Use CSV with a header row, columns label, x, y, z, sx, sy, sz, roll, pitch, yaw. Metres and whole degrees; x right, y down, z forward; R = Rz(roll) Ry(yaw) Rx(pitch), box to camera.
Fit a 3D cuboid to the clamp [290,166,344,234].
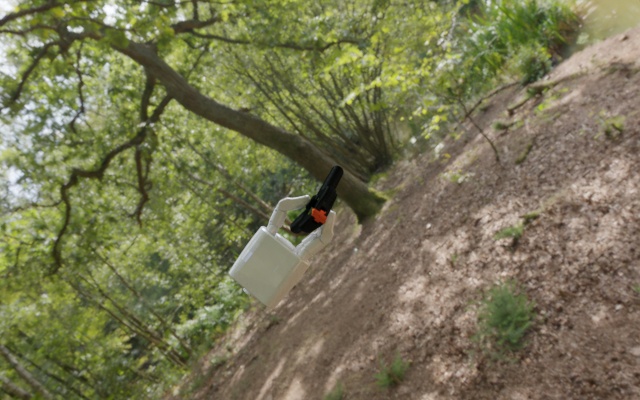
label,x,y,z,sx,sy,sz,roll,pitch,yaw
clamp,-0.001,0.003,0.885,0.036,0.164,0.210,35,-1,-6
